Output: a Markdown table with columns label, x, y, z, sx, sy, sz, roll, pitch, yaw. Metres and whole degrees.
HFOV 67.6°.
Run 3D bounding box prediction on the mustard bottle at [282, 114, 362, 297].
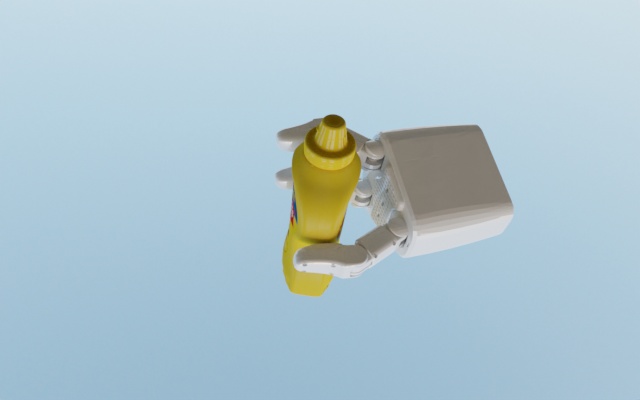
| label | x | y | z | sx | sy | sz | roll | pitch | yaw |
| --- | --- | --- | --- | --- | --- | --- | --- | --- | --- |
| mustard bottle | 0.000 | 0.002 | 0.430 | 0.058 | 0.096 | 0.192 | 10 | -40 | -1 |
